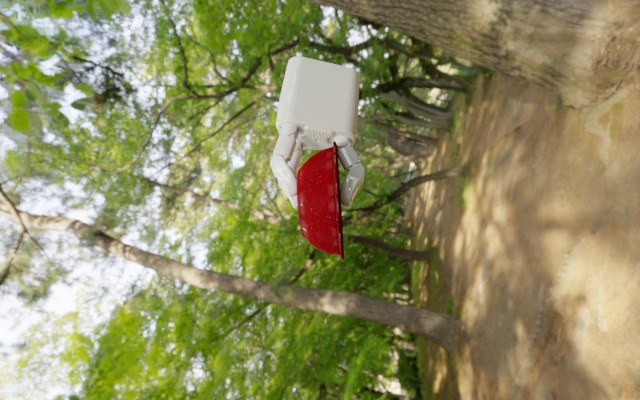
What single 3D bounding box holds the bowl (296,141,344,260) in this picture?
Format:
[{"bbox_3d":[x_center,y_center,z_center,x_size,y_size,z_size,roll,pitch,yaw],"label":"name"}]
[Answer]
[{"bbox_3d":[0.000,0.003,0.649,0.055,0.162,0.162,-4,0,3],"label":"bowl"}]
